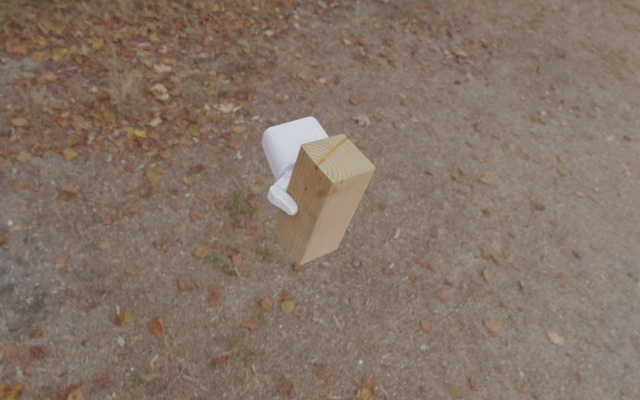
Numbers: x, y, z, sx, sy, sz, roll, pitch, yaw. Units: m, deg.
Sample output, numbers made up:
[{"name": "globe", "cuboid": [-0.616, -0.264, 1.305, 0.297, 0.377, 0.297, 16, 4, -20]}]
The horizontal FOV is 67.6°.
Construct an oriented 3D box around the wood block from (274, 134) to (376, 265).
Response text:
[{"name": "wood block", "cuboid": [0.000, 0.002, 0.800, 0.091, 0.090, 0.206, -19, -34, -34]}]
